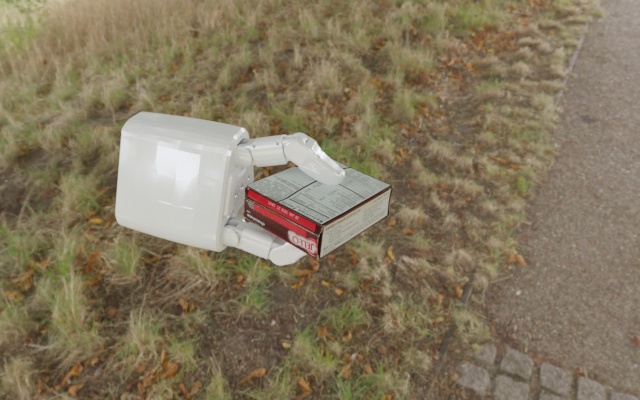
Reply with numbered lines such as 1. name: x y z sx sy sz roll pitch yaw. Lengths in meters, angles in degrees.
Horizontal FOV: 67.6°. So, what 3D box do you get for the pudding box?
1. pudding box: 0.000 0.001 0.438 0.090 0.039 0.113 27 36 30
